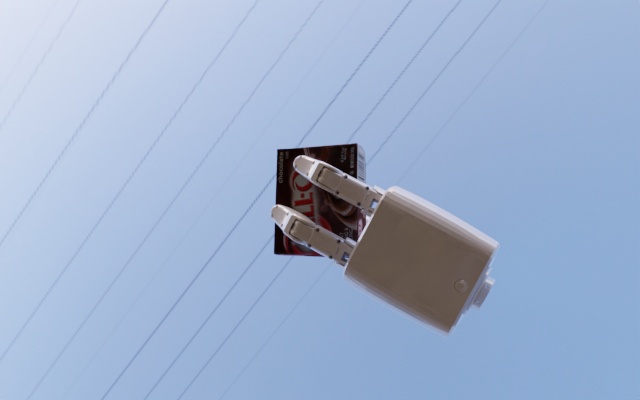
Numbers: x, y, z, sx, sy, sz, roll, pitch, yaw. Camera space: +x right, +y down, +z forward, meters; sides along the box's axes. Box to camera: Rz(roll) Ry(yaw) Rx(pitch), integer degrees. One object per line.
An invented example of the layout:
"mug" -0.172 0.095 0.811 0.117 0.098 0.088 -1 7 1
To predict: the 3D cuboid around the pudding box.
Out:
"pudding box" 0.000 0.002 0.490 0.090 0.113 0.039 -1 -9 22
